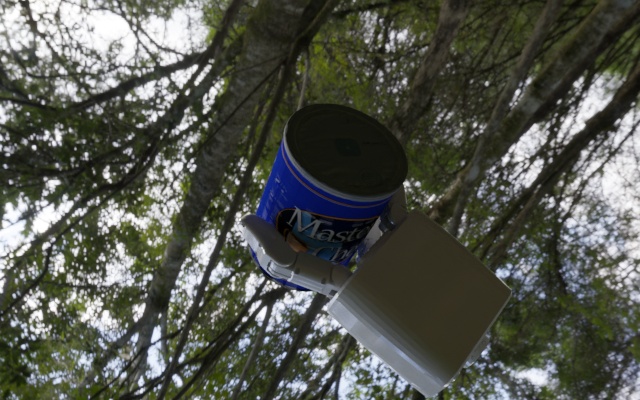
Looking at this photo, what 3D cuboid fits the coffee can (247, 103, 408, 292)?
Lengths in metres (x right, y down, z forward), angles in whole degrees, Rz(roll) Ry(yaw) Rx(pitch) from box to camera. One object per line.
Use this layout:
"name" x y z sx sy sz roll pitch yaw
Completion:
"coffee can" 0.000 0.001 0.422 0.103 0.102 0.140 0 -39 -24
